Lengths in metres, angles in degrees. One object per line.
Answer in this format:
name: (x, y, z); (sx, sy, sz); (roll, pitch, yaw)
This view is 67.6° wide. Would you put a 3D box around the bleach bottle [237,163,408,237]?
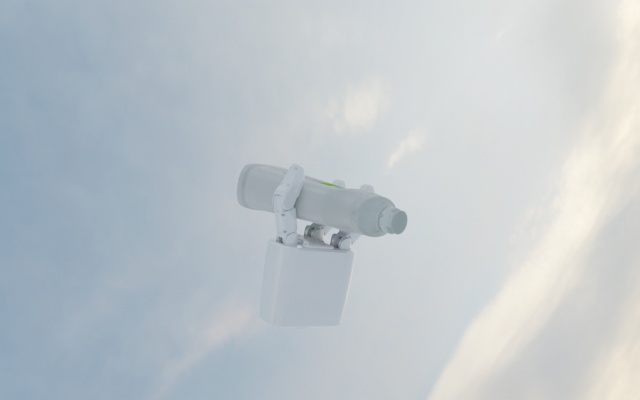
bleach bottle: (0.000, 0.002, 0.624); (0.102, 0.068, 0.251); (4, 7, -43)
